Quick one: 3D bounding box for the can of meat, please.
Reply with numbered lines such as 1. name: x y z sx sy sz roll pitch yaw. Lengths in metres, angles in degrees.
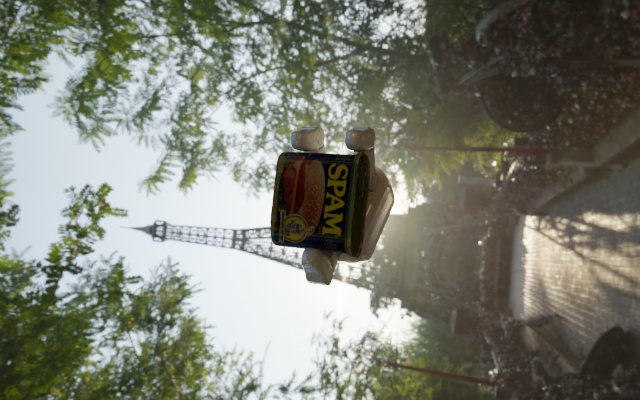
1. can of meat: 0.000 0.002 0.477 0.084 0.102 0.057 4 -6 17
